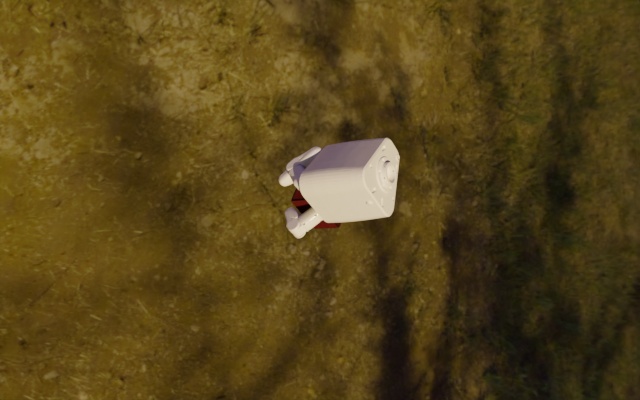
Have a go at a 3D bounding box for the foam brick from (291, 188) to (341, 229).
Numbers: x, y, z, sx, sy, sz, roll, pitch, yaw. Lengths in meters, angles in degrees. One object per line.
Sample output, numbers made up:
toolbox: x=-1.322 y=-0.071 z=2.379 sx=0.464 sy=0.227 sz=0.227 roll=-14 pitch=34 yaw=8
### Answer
foam brick: x=0.000 y=0.003 z=0.763 sx=0.051 sy=0.053 sz=0.078 roll=-5 pitch=-40 yaw=36
